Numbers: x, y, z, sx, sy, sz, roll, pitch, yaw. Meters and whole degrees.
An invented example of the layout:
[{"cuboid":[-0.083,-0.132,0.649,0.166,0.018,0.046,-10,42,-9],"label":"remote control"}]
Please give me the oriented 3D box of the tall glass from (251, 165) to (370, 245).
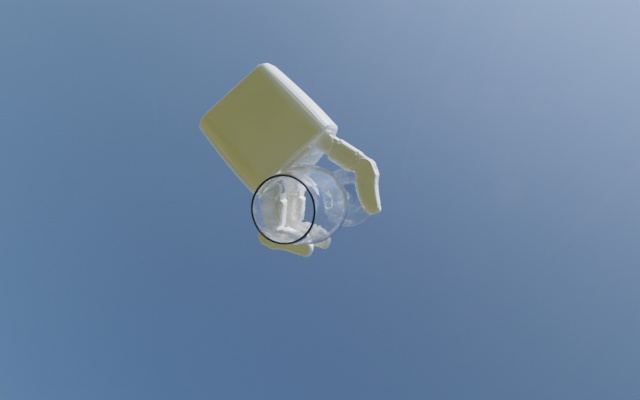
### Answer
[{"cuboid":[0.000,0.002,0.507,0.079,0.079,0.201,0,4,19],"label":"tall glass"}]
